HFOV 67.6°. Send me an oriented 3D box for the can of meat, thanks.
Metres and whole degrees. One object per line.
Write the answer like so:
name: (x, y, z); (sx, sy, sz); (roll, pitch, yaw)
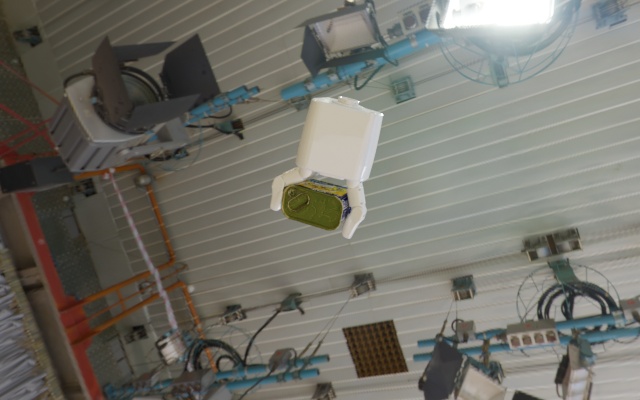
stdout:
can of meat: (0.000, 0.003, 0.781); (0.102, 0.057, 0.084); (15, 18, 17)
